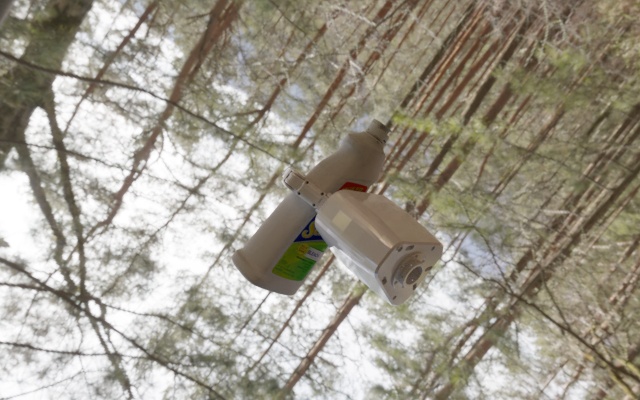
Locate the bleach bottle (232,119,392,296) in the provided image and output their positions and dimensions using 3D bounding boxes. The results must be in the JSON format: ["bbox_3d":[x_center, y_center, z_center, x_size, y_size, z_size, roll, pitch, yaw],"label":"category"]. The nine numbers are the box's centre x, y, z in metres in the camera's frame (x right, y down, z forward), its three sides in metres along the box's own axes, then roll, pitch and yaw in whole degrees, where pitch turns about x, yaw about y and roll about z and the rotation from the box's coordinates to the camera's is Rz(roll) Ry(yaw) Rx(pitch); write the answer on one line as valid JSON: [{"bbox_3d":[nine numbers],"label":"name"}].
[{"bbox_3d":[0.000,0.002,0.610,0.068,0.251,0.102,41,6,39],"label":"bleach bottle"}]
